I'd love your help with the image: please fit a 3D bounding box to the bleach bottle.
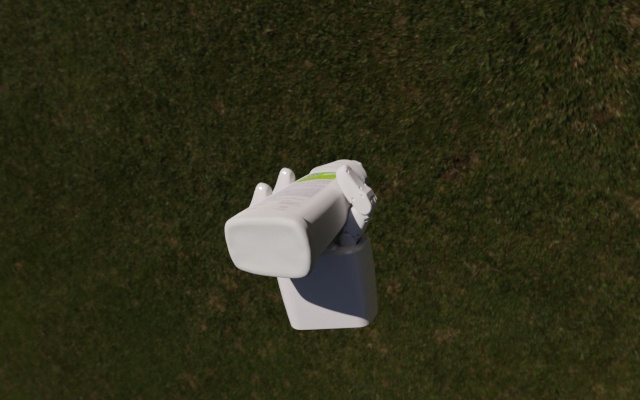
[{"bbox_3d":[0.000,0.002,0.567,0.102,0.068,0.250,0,21,29],"label":"bleach bottle"}]
